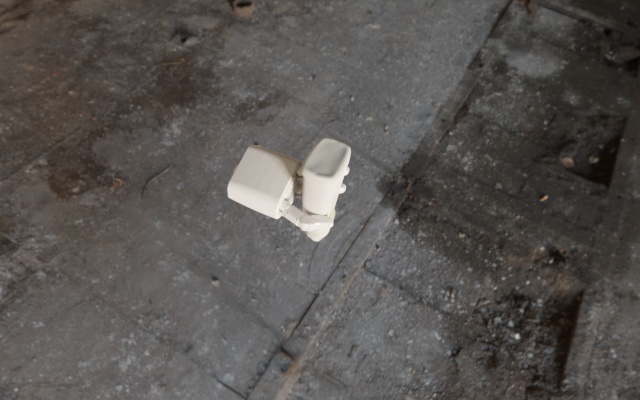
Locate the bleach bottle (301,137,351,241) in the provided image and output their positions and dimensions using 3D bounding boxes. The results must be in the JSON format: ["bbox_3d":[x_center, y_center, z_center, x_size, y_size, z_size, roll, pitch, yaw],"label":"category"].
[{"bbox_3d":[0.000,0.003,0.899,0.068,0.102,0.251,22,-37,10],"label":"bleach bottle"}]
